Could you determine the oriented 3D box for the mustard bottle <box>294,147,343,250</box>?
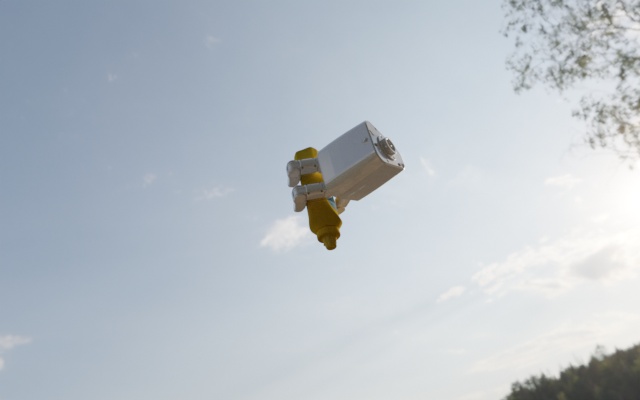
[{"bbox_3d":[0.000,0.003,0.856,0.058,0.191,0.096,-18,-34,5],"label":"mustard bottle"}]
